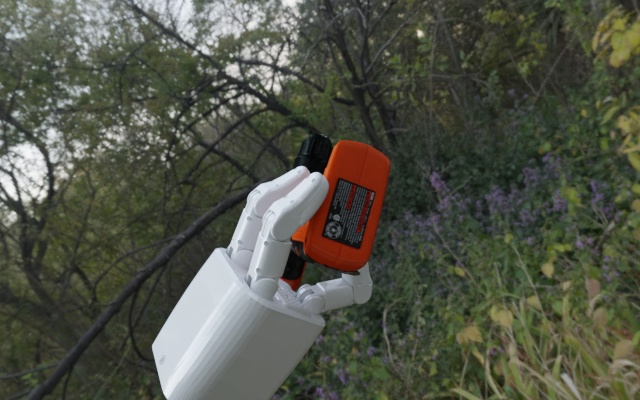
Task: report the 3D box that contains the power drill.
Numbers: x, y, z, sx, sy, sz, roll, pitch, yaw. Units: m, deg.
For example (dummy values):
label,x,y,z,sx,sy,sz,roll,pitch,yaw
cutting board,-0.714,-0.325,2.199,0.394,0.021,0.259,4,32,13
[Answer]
label,x,y,z,sx,sy,sz,roll,pitch,yaw
power drill,0.000,0.002,0.470,0.057,0.184,0.188,17,-13,-15
